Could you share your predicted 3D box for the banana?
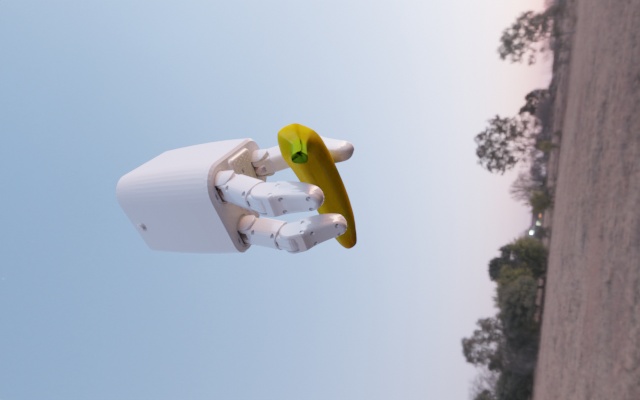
[{"bbox_3d":[-0.002,-0.016,0.448,0.037,0.069,0.198,-12,-28,13],"label":"banana"}]
